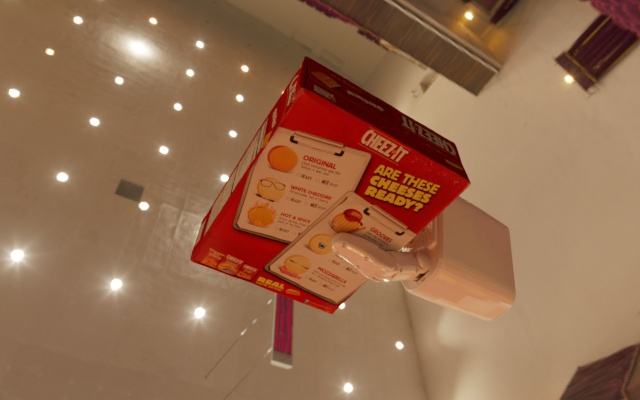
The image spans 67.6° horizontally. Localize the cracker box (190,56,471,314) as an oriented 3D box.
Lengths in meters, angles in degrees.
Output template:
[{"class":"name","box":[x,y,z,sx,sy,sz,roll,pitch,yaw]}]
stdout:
[{"class":"cracker box","box":[0.000,0.002,0.446,0.164,0.214,0.072,25,35,-20]}]
